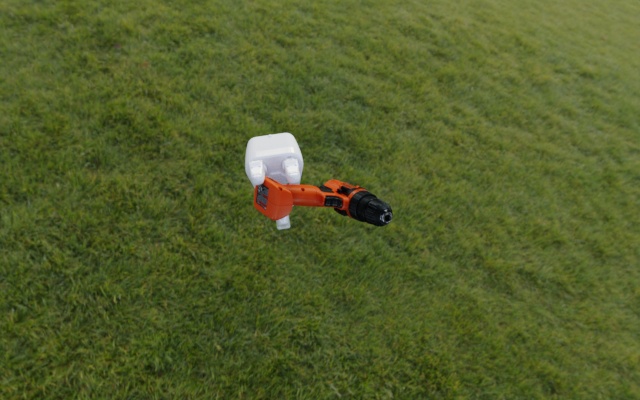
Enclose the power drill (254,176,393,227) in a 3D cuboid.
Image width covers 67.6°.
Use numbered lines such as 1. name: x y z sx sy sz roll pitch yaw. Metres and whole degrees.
1. power drill: 0.000 0.002 0.768 0.187 0.057 0.184 4 10 -29
